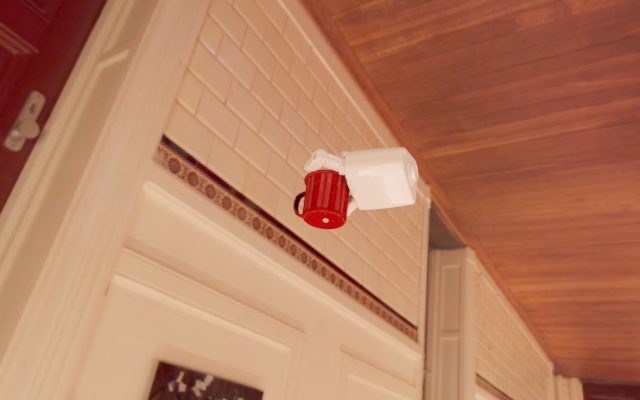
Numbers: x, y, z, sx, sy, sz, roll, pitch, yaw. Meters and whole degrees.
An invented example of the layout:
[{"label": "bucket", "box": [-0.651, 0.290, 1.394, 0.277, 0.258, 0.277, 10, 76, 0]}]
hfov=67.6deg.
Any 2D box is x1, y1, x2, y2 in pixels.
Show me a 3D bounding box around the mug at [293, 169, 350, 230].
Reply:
[{"label": "mug", "box": [-0.001, 0.003, 0.886, 0.117, 0.081, 0.093, -8, -32, 26]}]
